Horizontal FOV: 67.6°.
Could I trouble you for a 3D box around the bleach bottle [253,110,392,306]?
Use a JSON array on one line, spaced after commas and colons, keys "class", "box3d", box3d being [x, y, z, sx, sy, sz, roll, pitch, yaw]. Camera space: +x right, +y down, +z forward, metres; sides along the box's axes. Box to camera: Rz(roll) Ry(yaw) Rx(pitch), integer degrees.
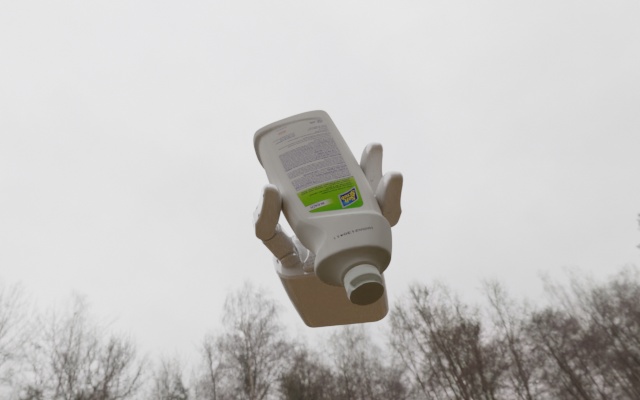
[{"class": "bleach bottle", "box3d": [0.000, 0.001, 0.475, 0.102, 0.068, 0.250, -20, 41, -1]}]
